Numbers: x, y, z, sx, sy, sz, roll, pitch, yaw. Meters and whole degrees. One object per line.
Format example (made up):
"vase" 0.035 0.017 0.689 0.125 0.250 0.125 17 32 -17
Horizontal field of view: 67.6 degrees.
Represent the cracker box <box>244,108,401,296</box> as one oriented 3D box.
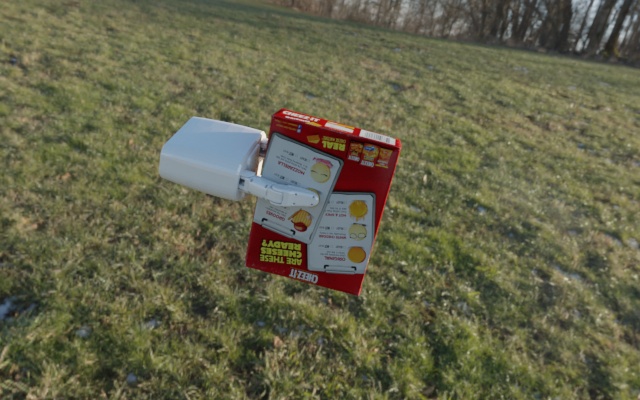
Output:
"cracker box" 0.000 0.002 0.638 0.164 0.214 0.072 14 21 3
